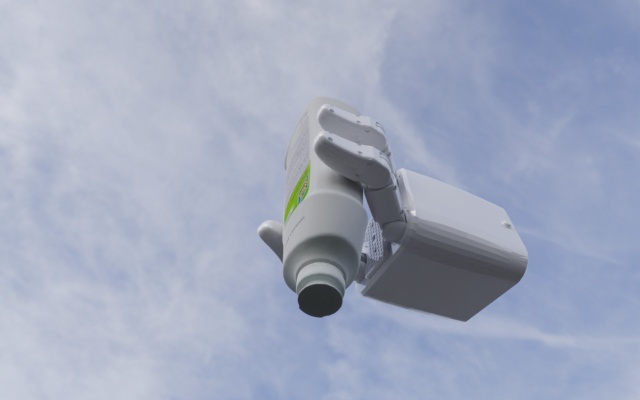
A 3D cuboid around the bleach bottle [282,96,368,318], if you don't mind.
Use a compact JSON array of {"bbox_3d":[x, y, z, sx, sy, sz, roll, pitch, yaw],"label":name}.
[{"bbox_3d":[0.000,0.001,0.401,0.068,0.103,0.250,18,31,-9],"label":"bleach bottle"}]
